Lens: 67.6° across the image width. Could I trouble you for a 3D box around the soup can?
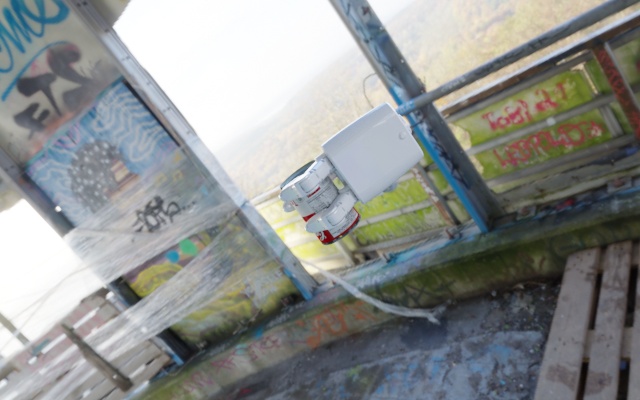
[{"bbox_3d":[0.000,0.002,0.662,0.068,0.102,0.068,-35,14,10],"label":"soup can"}]
